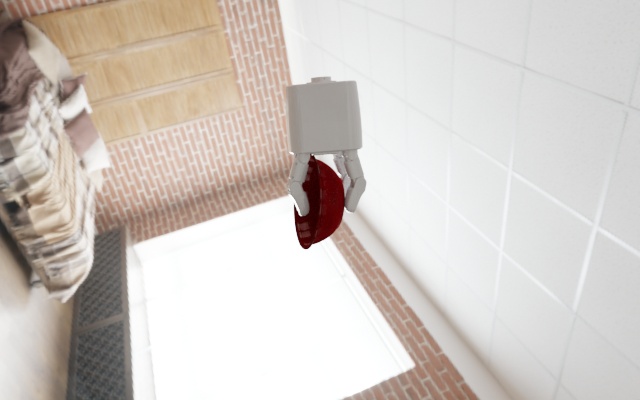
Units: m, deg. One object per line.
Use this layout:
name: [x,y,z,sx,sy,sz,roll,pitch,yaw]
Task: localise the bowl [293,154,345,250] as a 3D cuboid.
bowl: [0.000,0.004,0.801,0.055,0.162,0.162,3,-1,-18]
